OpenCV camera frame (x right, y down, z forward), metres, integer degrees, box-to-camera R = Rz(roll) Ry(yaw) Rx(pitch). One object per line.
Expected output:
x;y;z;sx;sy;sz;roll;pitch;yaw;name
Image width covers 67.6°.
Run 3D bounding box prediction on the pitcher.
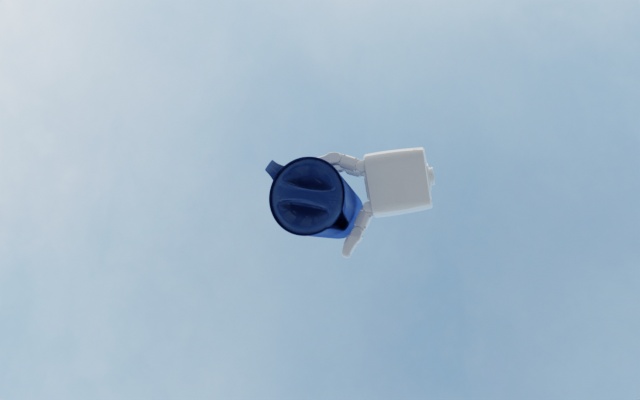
0.000;0.003;0.896;0.145;0.149;0.243;-10;-11;14;pitcher
